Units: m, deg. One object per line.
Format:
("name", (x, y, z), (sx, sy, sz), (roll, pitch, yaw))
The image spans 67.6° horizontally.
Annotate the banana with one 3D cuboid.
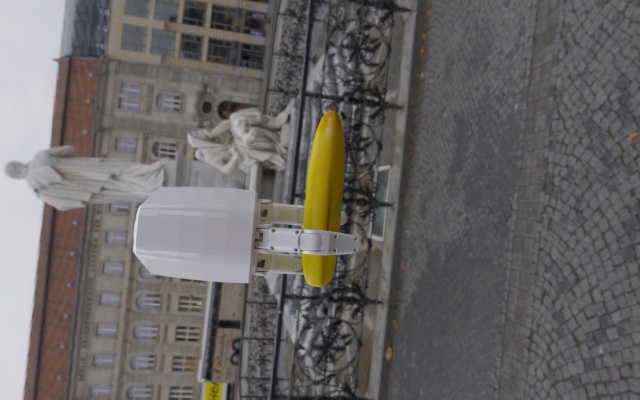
("banana", (0.001, 0.011, 0.486), (0.037, 0.198, 0.069), (3, 19, -5))
